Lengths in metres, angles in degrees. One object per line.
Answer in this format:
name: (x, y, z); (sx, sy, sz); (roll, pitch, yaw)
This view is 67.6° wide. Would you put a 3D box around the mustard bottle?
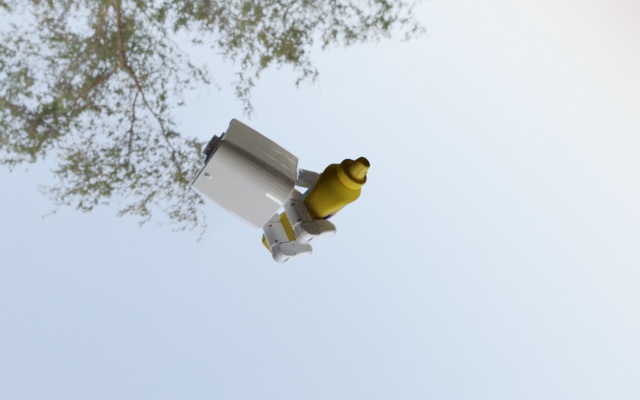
mustard bottle: (0.000, 0.002, 0.645); (0.192, 0.058, 0.096); (-43, -4, 39)
